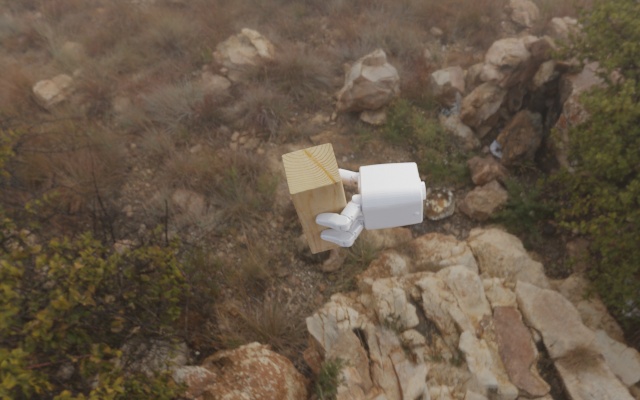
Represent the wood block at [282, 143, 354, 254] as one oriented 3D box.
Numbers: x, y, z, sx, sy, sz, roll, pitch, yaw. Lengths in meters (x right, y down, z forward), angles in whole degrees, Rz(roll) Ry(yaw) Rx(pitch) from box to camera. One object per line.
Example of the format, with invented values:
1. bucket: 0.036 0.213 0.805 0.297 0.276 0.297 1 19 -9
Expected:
1. wood block: 0.000 0.002 0.882 0.090 0.090 0.206 -15 -36 1
